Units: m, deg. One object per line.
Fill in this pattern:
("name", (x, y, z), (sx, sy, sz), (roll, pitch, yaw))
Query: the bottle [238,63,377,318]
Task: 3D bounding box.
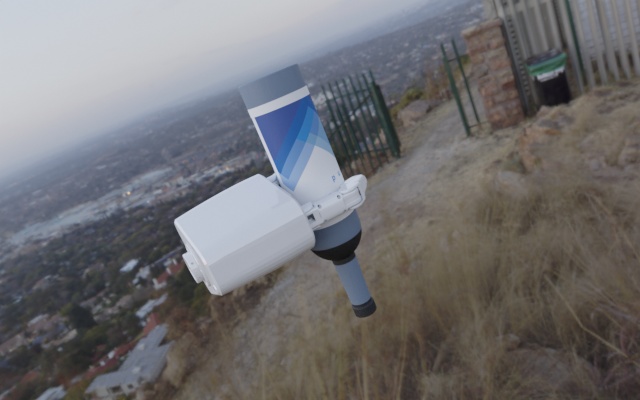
("bottle", (0.000, 0.001, 0.531), (0.069, 0.296, 0.069), (-21, 16, 6))
